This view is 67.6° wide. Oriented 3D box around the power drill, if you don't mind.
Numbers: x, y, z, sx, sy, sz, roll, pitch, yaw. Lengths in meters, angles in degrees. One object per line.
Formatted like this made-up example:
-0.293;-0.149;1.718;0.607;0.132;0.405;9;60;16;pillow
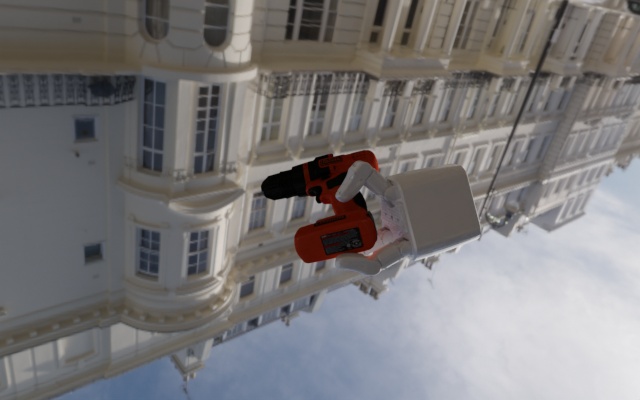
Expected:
0.000;0.002;0.678;0.184;0.057;0.187;-15;37;8;power drill
